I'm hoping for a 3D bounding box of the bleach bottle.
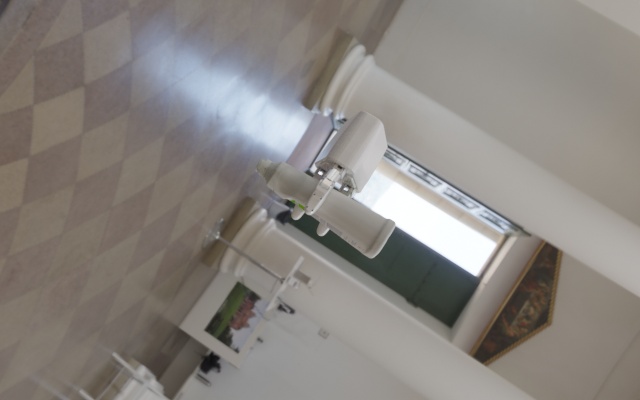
[{"bbox_3d":[0.000,0.003,0.807,0.251,0.068,0.102,33,-12,5],"label":"bleach bottle"}]
